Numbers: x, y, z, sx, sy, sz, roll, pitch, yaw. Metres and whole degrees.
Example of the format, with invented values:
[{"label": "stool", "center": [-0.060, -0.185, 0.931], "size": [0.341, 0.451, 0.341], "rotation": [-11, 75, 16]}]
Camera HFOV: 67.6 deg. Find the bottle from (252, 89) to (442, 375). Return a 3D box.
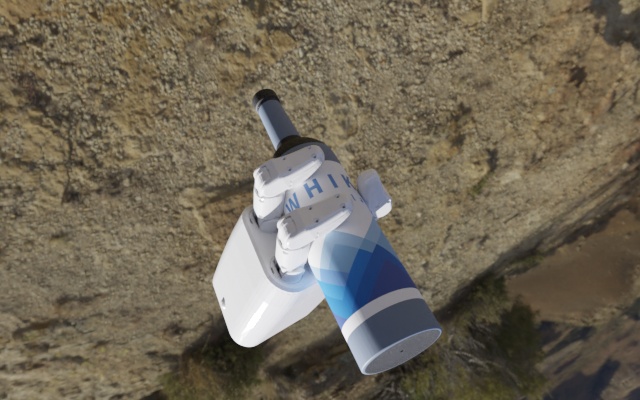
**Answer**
[{"label": "bottle", "center": [0.000, 0.002, 0.425], "size": [0.069, 0.295, 0.069], "rotation": [-20, -33, -14]}]
